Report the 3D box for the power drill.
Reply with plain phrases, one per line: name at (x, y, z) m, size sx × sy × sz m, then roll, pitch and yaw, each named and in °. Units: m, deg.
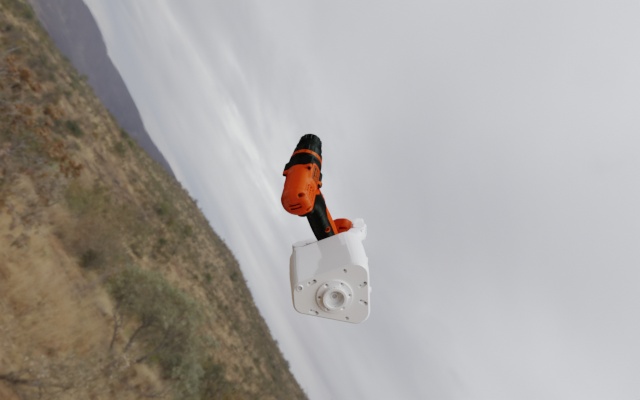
power drill at (0.000, 0.003, 0.777) m, size 0.057 × 0.188 × 0.184 m, roll -15°, pitch 35°, yaw 21°
